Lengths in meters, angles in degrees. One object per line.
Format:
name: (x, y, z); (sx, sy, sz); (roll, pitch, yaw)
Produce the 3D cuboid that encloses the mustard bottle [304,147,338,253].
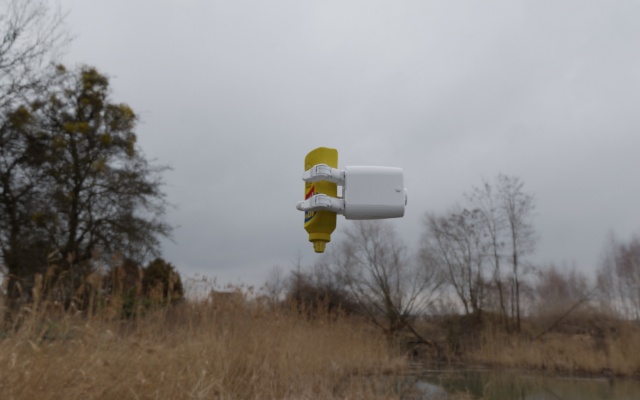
mustard bottle: (0.000, 0.003, 0.897); (0.058, 0.191, 0.096); (7, -17, -22)
